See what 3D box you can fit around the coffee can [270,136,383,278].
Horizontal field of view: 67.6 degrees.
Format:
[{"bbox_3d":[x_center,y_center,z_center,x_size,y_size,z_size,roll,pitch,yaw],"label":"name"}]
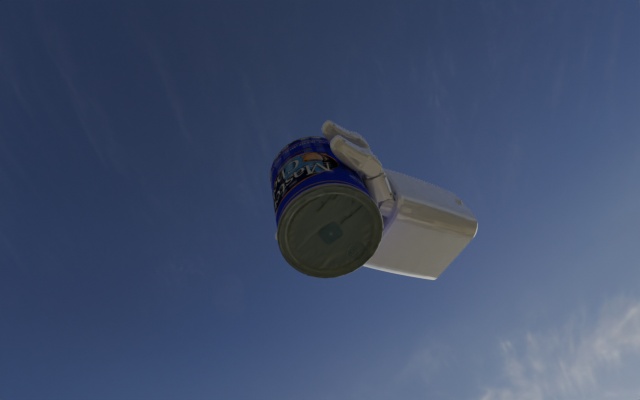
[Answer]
[{"bbox_3d":[0.000,0.002,0.515,0.103,0.103,0.140,0,26,-9],"label":"coffee can"}]
